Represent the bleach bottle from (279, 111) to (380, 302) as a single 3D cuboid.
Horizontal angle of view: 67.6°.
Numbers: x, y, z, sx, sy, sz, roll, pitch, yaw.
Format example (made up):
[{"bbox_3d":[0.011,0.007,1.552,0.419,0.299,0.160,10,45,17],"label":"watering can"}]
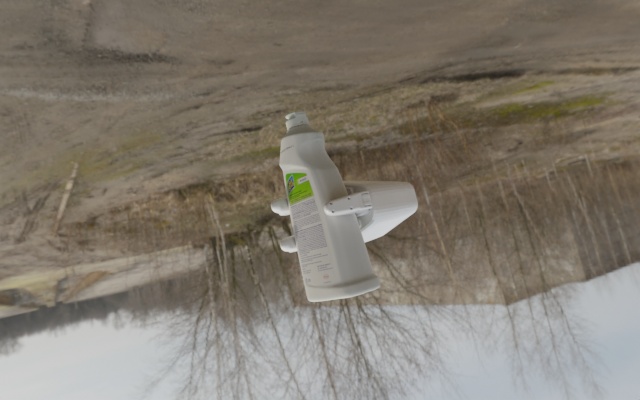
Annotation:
[{"bbox_3d":[0.000,0.002,0.633,0.068,0.251,0.102,-8,-8,-42],"label":"bleach bottle"}]
